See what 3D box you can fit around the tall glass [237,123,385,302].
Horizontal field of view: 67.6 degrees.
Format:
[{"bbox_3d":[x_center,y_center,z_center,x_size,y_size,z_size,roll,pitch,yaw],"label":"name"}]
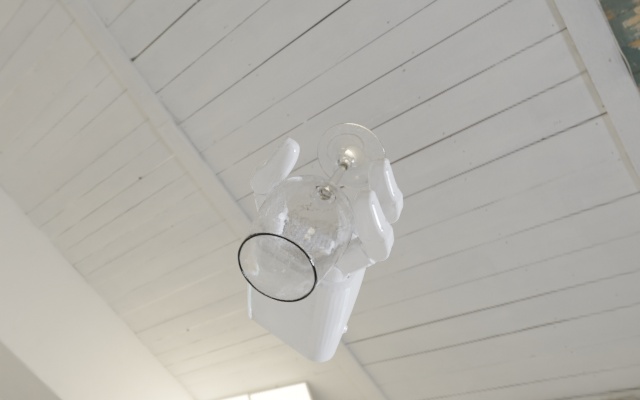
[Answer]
[{"bbox_3d":[0.000,0.001,0.422,0.079,0.079,0.201,0,29,21],"label":"tall glass"}]
